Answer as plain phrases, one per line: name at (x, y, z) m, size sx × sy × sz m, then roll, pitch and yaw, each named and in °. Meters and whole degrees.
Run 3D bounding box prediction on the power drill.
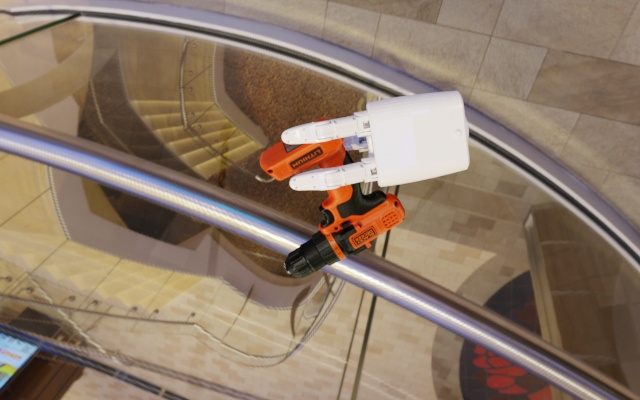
power drill at (0.000, 0.002, 0.625) m, size 0.184 × 0.188 × 0.057 m, roll -32°, pitch 32°, yaw 2°
